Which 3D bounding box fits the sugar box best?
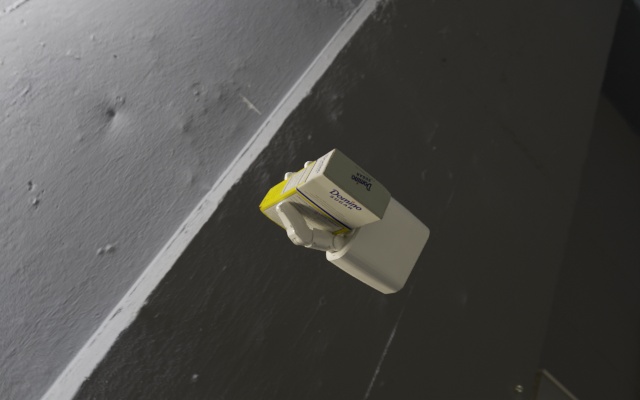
[{"bbox_3d":[0.000,0.002,0.611,0.093,0.048,0.176,37,-32,-18],"label":"sugar box"}]
